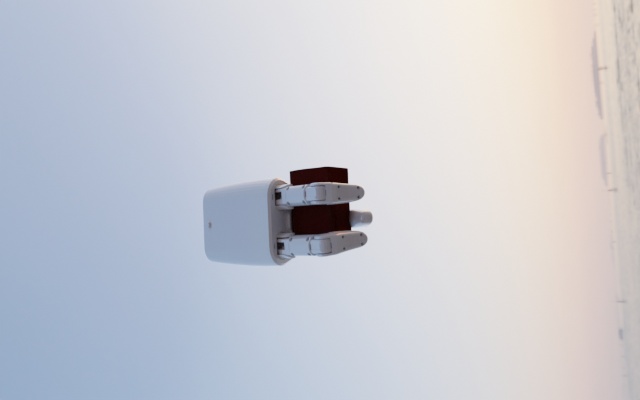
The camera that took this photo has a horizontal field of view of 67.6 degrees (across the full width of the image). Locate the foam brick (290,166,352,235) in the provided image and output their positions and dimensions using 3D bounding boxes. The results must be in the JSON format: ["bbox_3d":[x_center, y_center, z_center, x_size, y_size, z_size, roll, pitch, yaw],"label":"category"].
[{"bbox_3d":[0.000,0.002,0.550,0.051,0.078,0.053,-4,-3,30],"label":"foam brick"}]
